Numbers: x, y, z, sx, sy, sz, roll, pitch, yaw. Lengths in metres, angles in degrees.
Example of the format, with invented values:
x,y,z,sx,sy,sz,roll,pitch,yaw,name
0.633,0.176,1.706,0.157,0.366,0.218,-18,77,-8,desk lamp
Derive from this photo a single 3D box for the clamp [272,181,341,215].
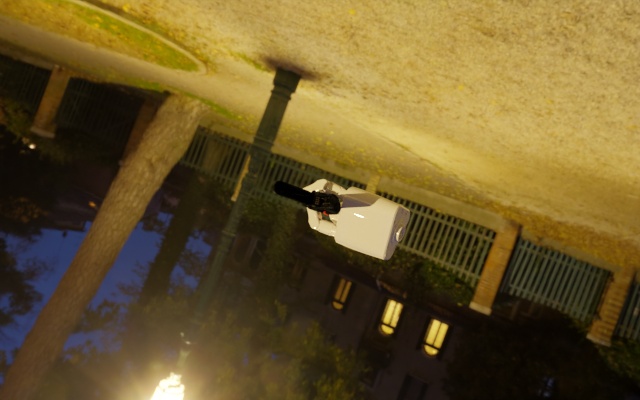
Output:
x,y,z,sx,sy,sz,roll,pitch,yaw,name
0.000,0.003,0.872,0.120,0.039,0.171,20,-1,27,clamp
